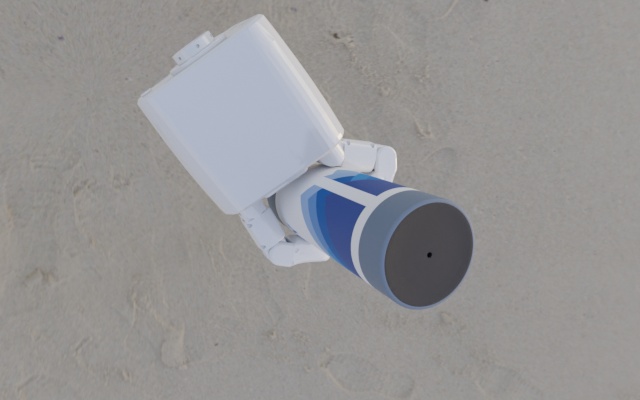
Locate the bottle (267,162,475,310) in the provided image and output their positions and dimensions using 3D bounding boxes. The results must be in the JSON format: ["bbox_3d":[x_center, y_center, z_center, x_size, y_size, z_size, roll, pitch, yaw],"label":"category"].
[{"bbox_3d":[0.000,0.001,0.400,0.069,0.069,0.295,0,12,-26],"label":"bottle"}]
